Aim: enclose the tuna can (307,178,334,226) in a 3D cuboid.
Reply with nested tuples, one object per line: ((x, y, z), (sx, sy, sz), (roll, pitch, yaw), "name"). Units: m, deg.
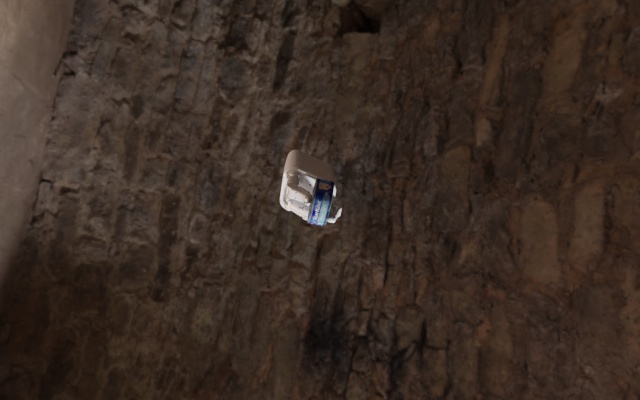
((0.001, 0.003, 0.882), (0.034, 0.086, 0.086), (12, -1, -4), "tuna can")
